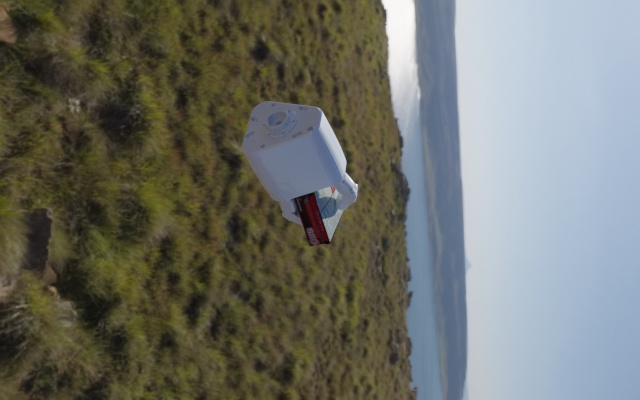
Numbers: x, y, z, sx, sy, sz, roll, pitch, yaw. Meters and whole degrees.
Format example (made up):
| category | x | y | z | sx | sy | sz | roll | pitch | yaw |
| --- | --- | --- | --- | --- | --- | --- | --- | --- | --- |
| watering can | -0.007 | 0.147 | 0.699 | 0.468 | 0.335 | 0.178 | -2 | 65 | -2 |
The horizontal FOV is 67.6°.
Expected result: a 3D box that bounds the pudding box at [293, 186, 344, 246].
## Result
| category | x | y | z | sx | sy | sz | roll | pitch | yaw |
| --- | --- | --- | --- | --- | --- | --- | --- | --- | --- |
| pudding box | 0.000 | 0.002 | 0.732 | 0.039 | 0.090 | 0.113 | -6 | 27 | 21 |
